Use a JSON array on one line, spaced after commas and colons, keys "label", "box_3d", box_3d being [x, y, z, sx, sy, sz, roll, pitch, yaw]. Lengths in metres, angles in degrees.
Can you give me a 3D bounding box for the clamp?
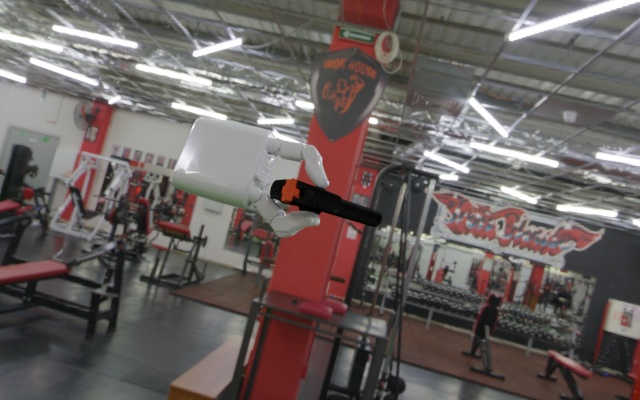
[{"label": "clamp", "box_3d": [0.000, 0.001, 0.636, 0.164, 0.036, 0.210, 14, -3, 9]}]
